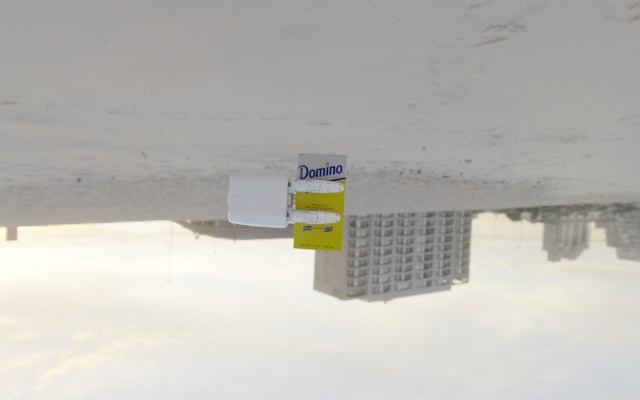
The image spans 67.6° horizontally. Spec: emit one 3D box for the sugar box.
[{"bbox_3d":[0.000,0.003,0.885,0.093,0.176,0.048,2,2,3],"label":"sugar box"}]
